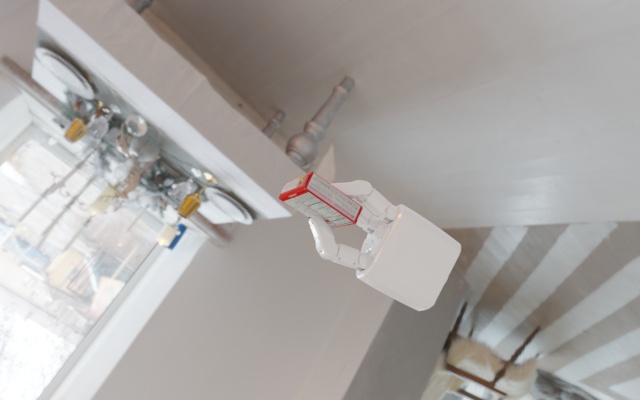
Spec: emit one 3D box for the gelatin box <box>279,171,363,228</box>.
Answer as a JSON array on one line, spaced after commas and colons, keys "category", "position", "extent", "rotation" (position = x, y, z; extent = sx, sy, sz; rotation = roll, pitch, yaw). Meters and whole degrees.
[{"category": "gelatin box", "position": [0.000, 0.002, 0.634], "extent": [0.089, 0.030, 0.073], "rotation": [33, -25, -22]}]
